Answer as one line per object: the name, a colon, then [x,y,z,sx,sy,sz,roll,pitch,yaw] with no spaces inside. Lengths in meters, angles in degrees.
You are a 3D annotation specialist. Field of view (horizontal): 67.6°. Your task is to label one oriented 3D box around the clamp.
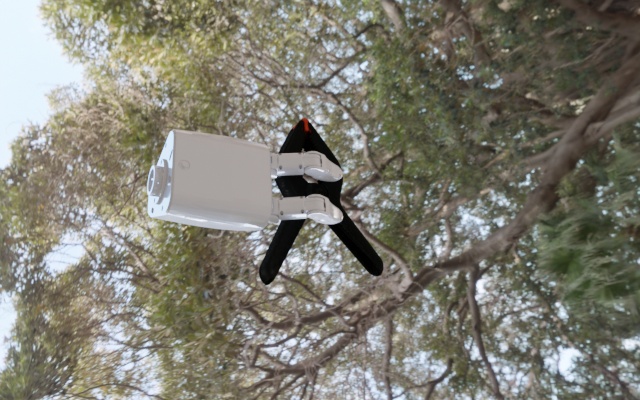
clamp: [-0.001,0.002,0.580,0.164,0.210,0.036,10,-25,-31]
